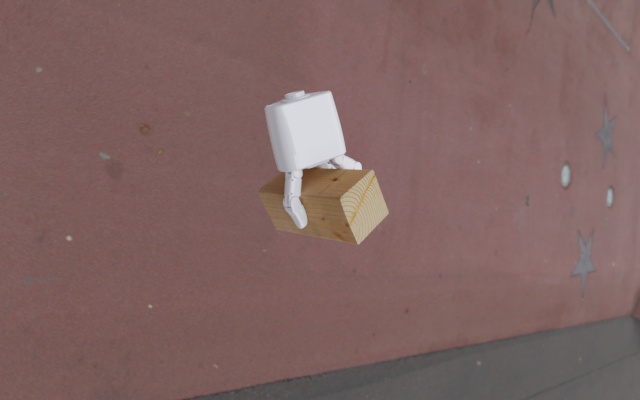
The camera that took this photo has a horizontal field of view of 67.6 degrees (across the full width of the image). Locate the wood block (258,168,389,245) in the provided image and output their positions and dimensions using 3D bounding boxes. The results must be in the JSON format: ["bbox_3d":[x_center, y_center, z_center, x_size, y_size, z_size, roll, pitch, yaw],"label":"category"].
[{"bbox_3d":[0.000,0.003,0.828,0.206,0.090,0.090,6,37,46],"label":"wood block"}]
